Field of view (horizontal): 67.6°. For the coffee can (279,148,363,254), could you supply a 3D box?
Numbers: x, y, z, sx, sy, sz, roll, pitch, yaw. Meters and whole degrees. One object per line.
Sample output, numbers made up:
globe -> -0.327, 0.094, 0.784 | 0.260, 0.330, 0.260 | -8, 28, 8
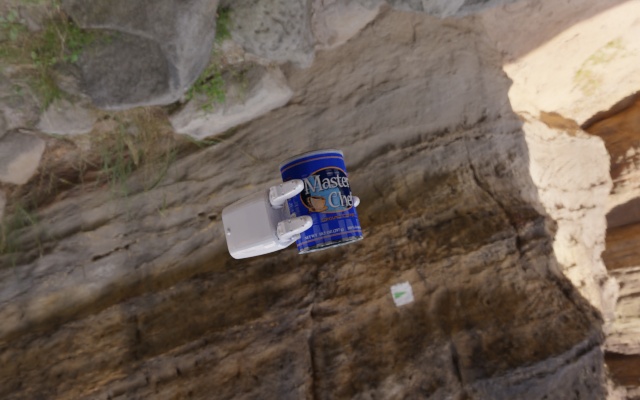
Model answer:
coffee can -> 0.000, 0.002, 0.740 | 0.103, 0.140, 0.103 | -13, -9, -2
